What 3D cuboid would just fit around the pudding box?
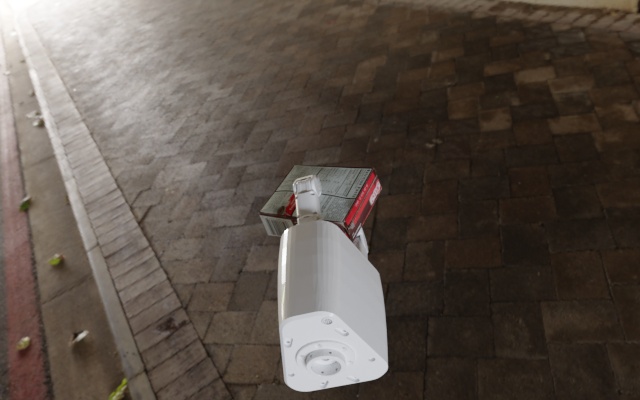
[{"bbox_3d":[0.000,0.002,0.533,0.113,0.039,0.090,6,45,31],"label":"pudding box"}]
